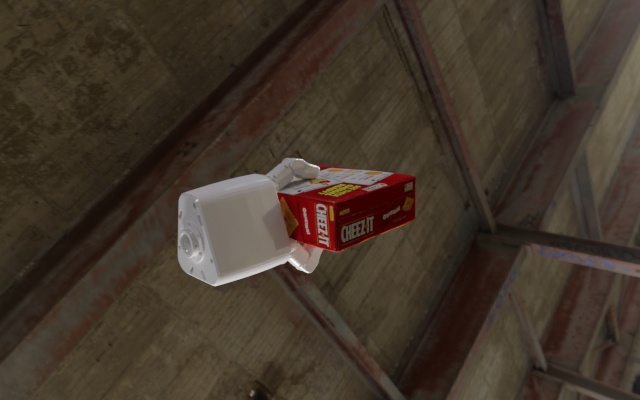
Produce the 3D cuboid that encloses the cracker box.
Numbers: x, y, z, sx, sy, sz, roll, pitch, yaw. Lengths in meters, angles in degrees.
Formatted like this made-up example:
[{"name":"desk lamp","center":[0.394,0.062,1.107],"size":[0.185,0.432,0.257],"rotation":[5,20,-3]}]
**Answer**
[{"name":"cracker box","center":[0.000,0.002,0.672],"size":[0.164,0.072,0.213],"rotation":[-18,20,-42]}]
